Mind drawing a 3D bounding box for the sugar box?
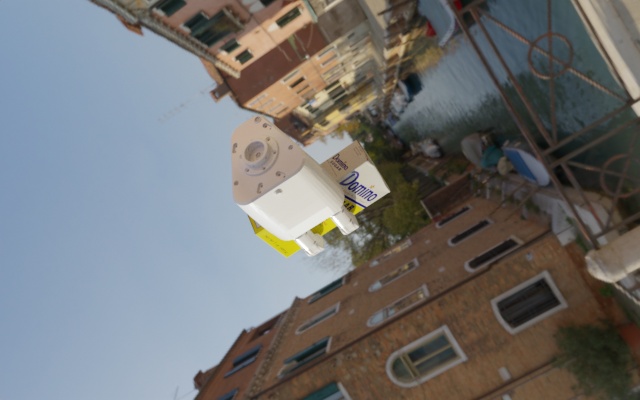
[{"bbox_3d":[0.000,0.003,0.645,0.176,0.048,0.093,-32,-36,9],"label":"sugar box"}]
